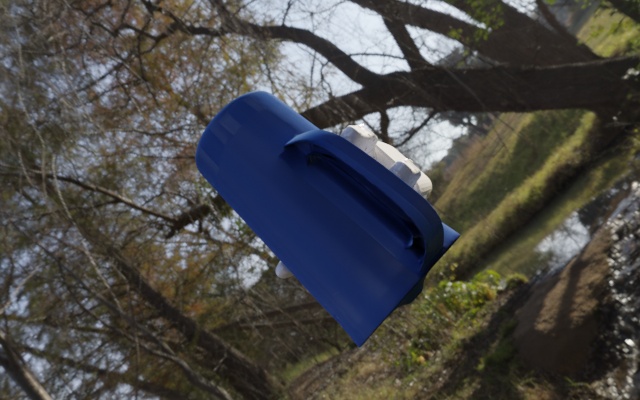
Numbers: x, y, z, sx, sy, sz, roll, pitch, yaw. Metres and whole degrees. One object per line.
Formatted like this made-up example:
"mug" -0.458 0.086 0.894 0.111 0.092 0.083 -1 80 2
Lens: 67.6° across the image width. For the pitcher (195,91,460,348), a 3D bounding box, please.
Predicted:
"pitcher" 0.000 0.001 0.444 0.243 0.149 0.145 42 18 14
